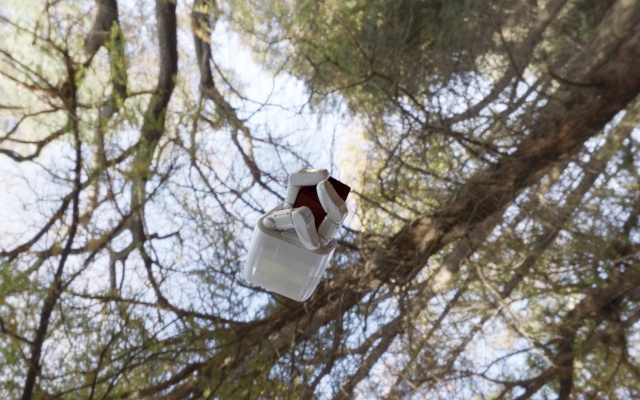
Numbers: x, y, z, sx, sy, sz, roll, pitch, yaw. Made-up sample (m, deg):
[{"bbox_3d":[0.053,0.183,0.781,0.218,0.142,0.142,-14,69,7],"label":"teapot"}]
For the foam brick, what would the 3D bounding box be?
[{"bbox_3d":[0.000,0.002,0.699,0.053,0.051,0.078,31,34,14],"label":"foam brick"}]
